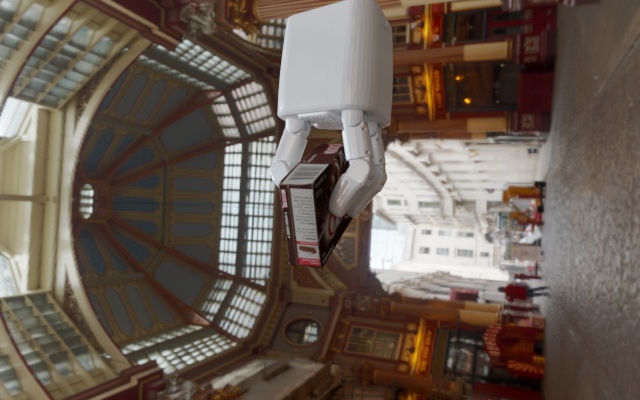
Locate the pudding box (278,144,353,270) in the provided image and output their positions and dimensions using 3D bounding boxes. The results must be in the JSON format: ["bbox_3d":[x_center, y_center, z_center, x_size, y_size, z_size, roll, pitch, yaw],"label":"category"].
[{"bbox_3d":[0.000,0.002,0.481,0.039,0.090,0.113,4,26,22],"label":"pudding box"}]
